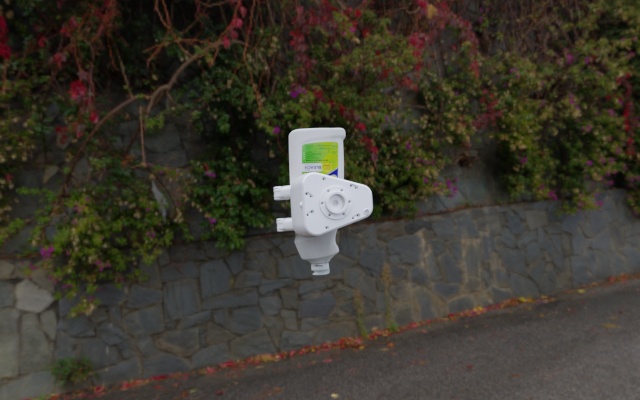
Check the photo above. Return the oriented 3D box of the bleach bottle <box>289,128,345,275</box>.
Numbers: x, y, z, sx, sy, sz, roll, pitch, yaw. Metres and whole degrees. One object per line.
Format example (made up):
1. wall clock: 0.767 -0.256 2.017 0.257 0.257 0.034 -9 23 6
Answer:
1. bleach bottle: 0.000 0.003 0.839 0.102 0.251 0.068 -3 -2 -13
